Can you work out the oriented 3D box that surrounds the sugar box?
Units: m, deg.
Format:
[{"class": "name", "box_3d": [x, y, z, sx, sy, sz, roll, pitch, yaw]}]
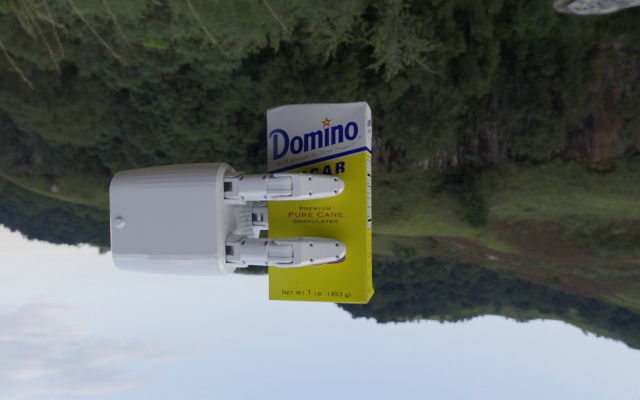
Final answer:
[{"class": "sugar box", "box_3d": [0.000, 0.002, 0.436, 0.093, 0.176, 0.048, -1, 2, 12]}]
